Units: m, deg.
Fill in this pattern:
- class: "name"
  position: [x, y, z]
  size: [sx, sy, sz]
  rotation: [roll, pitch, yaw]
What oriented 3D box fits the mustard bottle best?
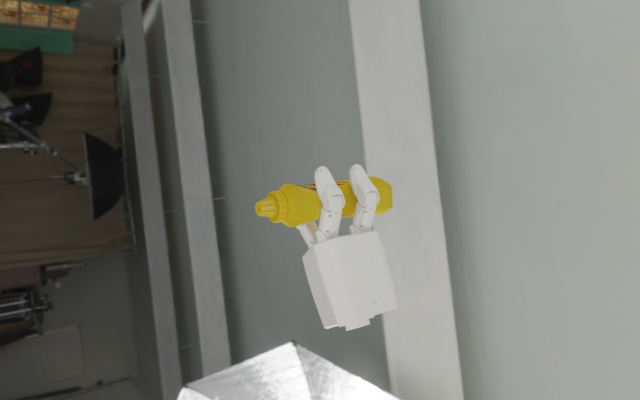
- class: "mustard bottle"
  position: [0.000, 0.002, 0.660]
  size: [0.191, 0.058, 0.096]
  rotation: [-7, 8, -33]
